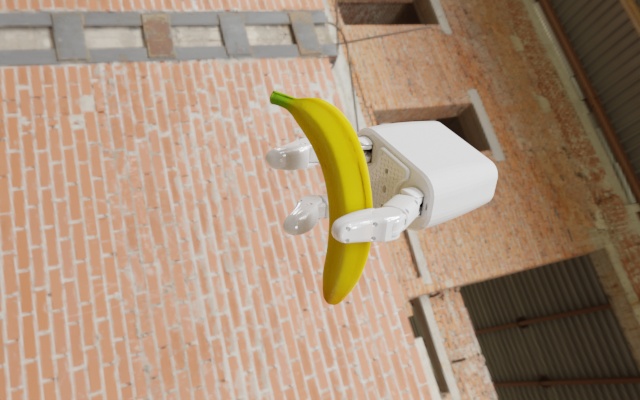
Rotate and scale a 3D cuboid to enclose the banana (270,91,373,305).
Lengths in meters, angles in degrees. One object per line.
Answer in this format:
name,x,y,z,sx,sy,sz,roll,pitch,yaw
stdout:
banana,0.013,-0.004,0.410,0.069,0.198,0.037,-7,10,41
